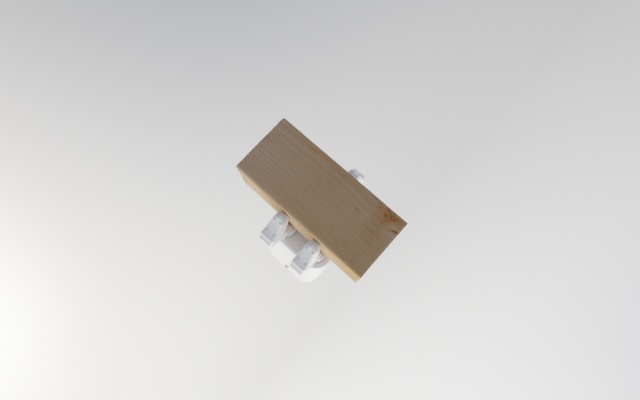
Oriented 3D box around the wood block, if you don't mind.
[{"bbox_3d":[0.000,0.002,0.625,0.206,0.091,0.090,41,-10,9],"label":"wood block"}]
